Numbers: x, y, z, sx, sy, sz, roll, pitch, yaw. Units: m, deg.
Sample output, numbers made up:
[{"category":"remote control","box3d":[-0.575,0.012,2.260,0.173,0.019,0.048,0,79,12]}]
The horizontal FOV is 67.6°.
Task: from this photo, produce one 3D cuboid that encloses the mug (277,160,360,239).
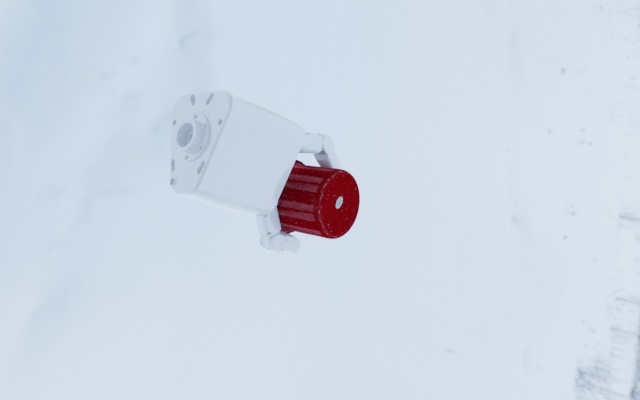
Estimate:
[{"category":"mug","box3d":[0.001,0.002,0.578,0.081,0.093,0.117,9,-3,39]}]
